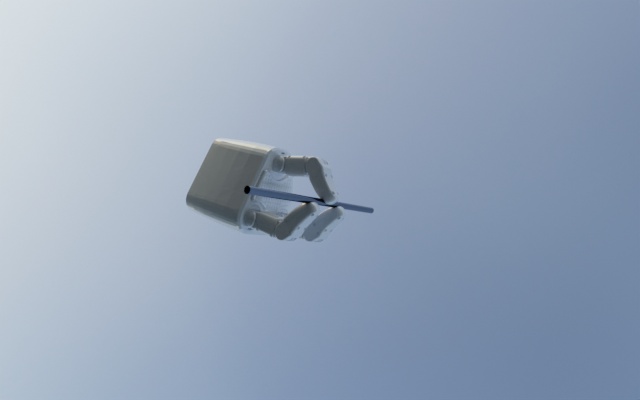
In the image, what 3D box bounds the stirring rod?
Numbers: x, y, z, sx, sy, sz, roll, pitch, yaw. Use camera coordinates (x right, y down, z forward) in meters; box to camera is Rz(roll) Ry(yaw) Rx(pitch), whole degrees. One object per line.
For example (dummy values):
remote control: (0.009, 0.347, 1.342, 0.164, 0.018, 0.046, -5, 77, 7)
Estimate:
stirring rod: (0.000, 0.002, 0.538, 0.011, 0.011, 0.239, 0, -6, 34)
